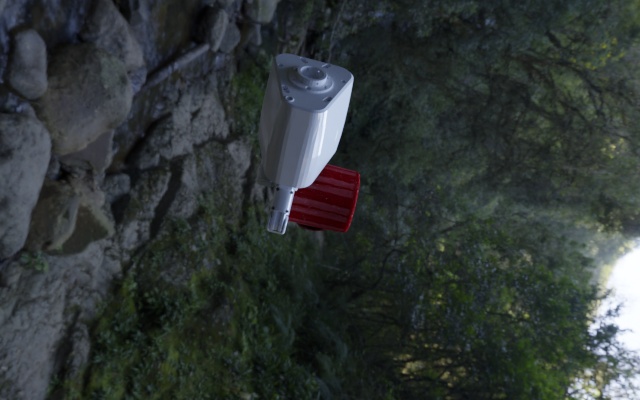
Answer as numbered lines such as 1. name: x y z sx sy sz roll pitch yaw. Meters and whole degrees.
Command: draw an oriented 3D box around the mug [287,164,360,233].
1. mug: 0.000 0.003 0.621 0.081 0.093 0.117 13 -43 -3
